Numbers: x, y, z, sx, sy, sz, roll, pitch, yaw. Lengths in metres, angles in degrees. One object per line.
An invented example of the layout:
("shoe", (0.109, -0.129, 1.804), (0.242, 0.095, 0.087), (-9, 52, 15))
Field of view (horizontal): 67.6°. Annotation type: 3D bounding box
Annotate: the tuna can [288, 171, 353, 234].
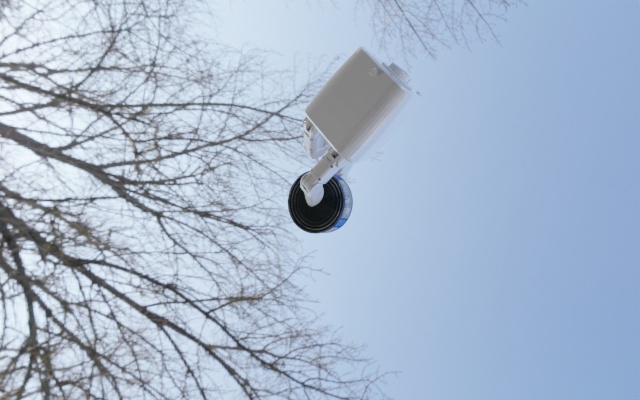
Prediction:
("tuna can", (0.000, 0.002, 0.651), (0.086, 0.086, 0.034), (0, -3, 28))
